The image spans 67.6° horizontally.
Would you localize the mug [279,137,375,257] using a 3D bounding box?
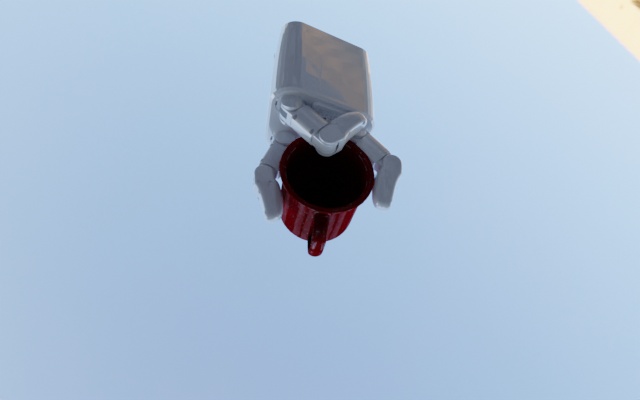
[{"bbox_3d":[0.000,0.003,0.485,0.093,0.117,0.081,6,-31,-7],"label":"mug"}]
